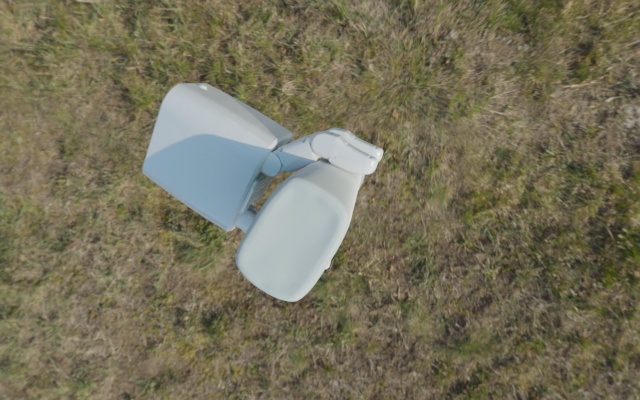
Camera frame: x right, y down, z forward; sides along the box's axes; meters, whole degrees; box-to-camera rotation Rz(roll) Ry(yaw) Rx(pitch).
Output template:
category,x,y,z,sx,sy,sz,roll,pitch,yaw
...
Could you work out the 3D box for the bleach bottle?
category,x,y,z,sx,sy,sz,roll,pitch,yaw
bleach bottle,0.000,0.002,0.480,0.068,0.102,0.250,33,17,1
